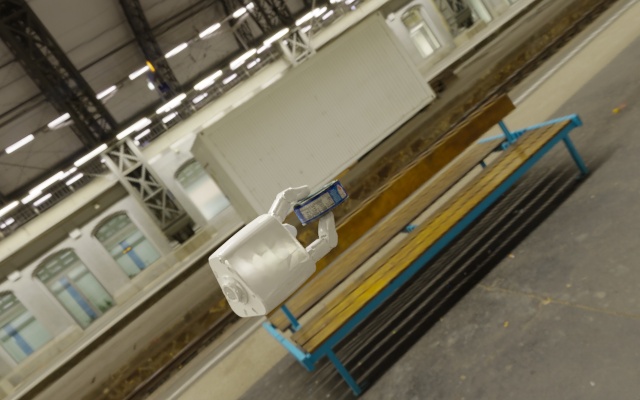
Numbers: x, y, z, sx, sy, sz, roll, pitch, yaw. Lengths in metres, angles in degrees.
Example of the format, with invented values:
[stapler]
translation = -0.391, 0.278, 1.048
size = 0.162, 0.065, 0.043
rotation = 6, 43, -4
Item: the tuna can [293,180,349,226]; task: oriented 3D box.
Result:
[tuna can]
translation = 0.000, 0.002, 0.748
size = 0.086, 0.034, 0.086
rotation = -32, 5, 3
